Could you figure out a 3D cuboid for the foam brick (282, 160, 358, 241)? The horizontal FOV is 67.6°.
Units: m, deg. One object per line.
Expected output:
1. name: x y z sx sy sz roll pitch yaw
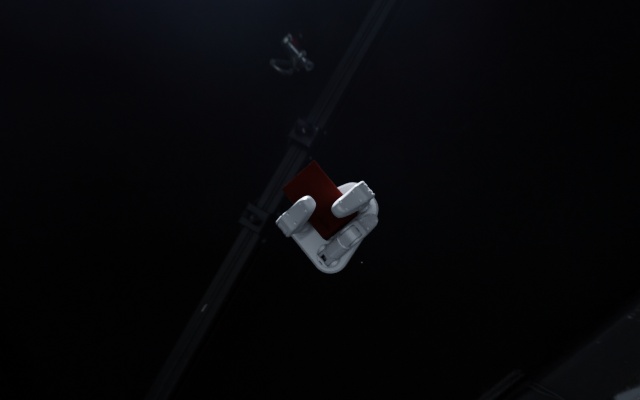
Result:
1. foam brick: 0.000 0.002 0.565 0.053 0.078 0.051 -39 -8 0
